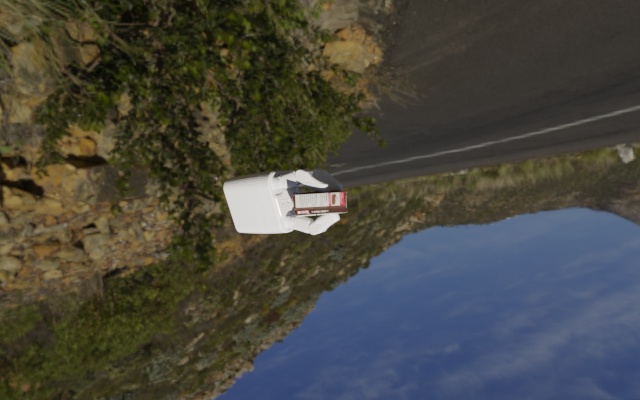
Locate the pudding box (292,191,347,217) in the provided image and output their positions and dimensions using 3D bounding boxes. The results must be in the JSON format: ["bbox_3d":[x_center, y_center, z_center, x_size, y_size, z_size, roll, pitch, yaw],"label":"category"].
[{"bbox_3d":[0.000,0.003,0.817,0.090,0.039,0.113,-4,4,1],"label":"pudding box"}]
